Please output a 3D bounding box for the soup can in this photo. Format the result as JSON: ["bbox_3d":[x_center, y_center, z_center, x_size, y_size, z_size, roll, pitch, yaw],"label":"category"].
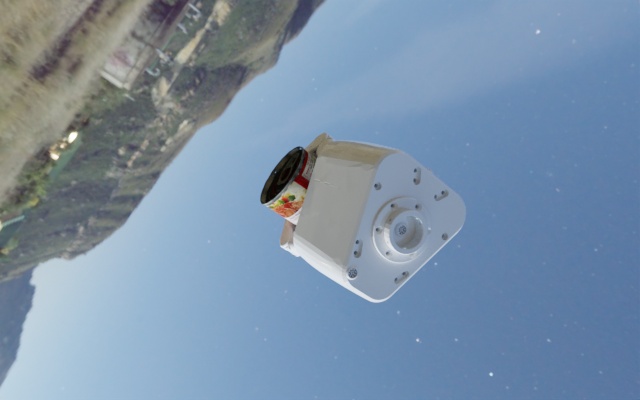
[{"bbox_3d":[0.000,0.002,0.483,0.102,0.068,0.068,35,-15,-22],"label":"soup can"}]
